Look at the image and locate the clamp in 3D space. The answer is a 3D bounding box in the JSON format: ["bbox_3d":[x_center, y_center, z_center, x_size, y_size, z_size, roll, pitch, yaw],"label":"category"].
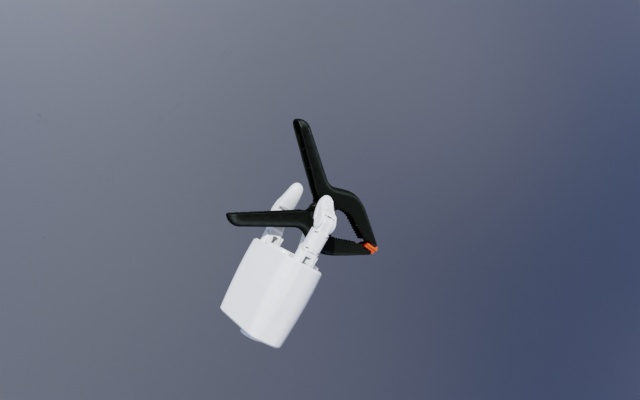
[{"bbox_3d":[0.001,0.003,0.649,0.210,0.164,0.036,31,-6,-21],"label":"clamp"}]
